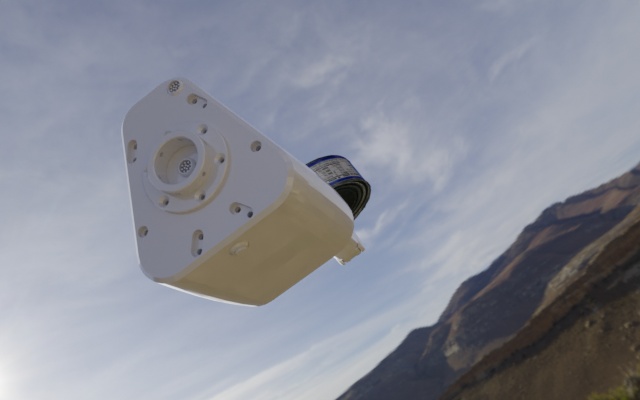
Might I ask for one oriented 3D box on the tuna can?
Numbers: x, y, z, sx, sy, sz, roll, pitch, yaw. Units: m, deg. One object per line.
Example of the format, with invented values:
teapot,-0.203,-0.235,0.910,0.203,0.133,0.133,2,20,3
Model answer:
tuna can,0.000,0.001,0.417,0.086,0.033,0.086,-28,-28,-16
